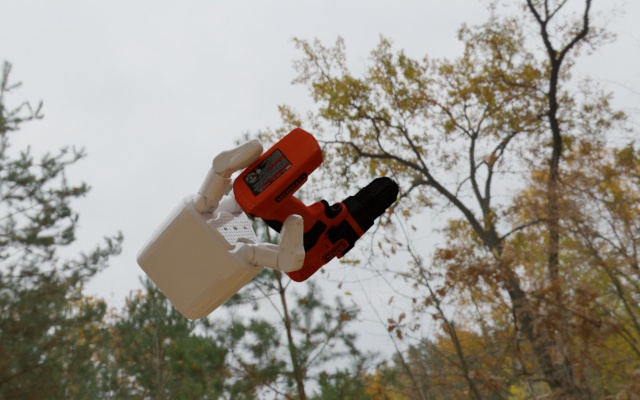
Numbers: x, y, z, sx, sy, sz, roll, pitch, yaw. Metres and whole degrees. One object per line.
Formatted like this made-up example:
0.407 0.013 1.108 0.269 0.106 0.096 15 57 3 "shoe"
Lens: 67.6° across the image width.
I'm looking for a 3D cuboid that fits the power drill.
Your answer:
0.000 0.002 0.561 0.057 0.184 0.188 46 -3 41 "power drill"
